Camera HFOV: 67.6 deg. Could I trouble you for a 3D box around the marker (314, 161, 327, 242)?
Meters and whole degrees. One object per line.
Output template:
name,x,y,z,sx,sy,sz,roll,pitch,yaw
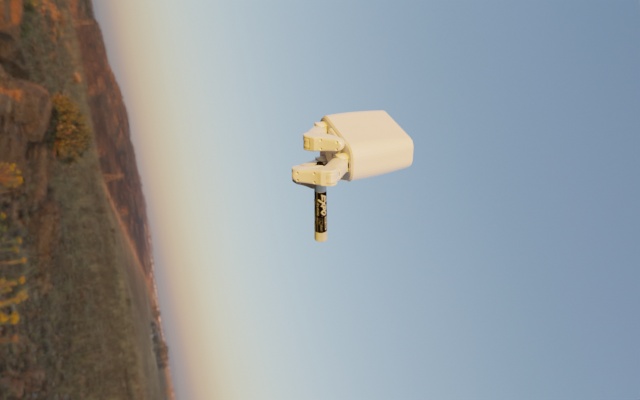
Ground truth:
marker,0.000,0.002,0.673,0.020,0.121,0.020,0,27,0
